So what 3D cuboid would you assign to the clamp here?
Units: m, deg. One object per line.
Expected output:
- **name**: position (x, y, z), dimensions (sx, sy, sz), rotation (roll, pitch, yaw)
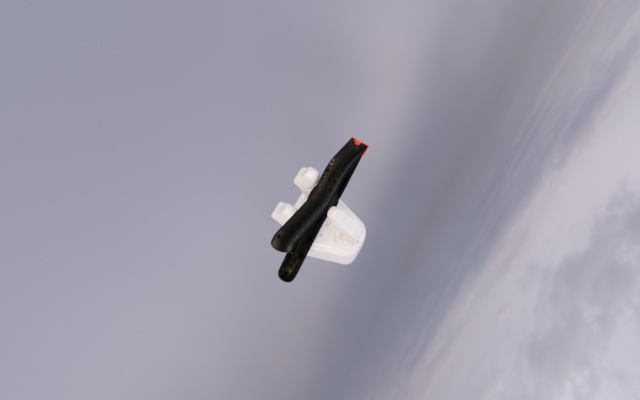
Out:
- **clamp**: position (0.001, 0.002, 0.602), dimensions (0.036, 0.210, 0.164), rotation (30, -13, 8)
